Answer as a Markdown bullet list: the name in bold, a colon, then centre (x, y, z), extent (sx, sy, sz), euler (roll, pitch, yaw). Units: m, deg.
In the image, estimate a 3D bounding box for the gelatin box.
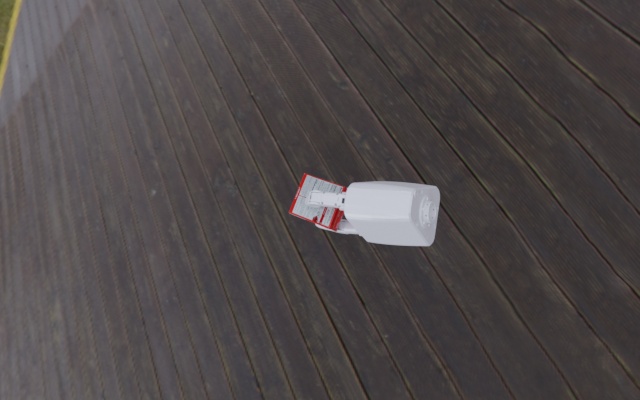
- **gelatin box**: centre (0.000, 0.002, 0.792), extent (0.089, 0.073, 0.030), euler (20, -2, 32)
